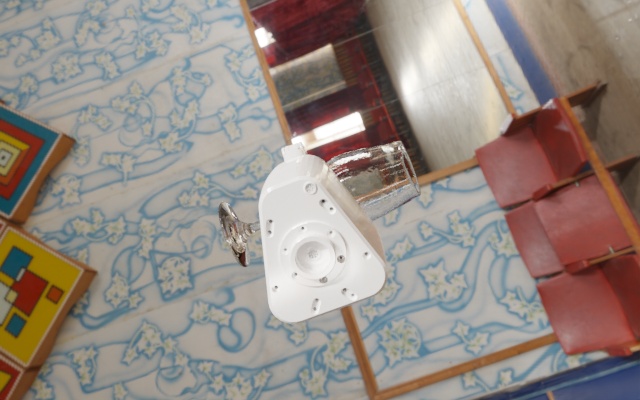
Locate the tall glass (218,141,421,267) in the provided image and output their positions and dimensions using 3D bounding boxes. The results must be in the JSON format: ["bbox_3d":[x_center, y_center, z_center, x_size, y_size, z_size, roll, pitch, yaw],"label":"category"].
[{"bbox_3d":[-0.001,0.002,0.504,0.201,0.079,0.079,-21,-2,4],"label":"tall glass"}]
